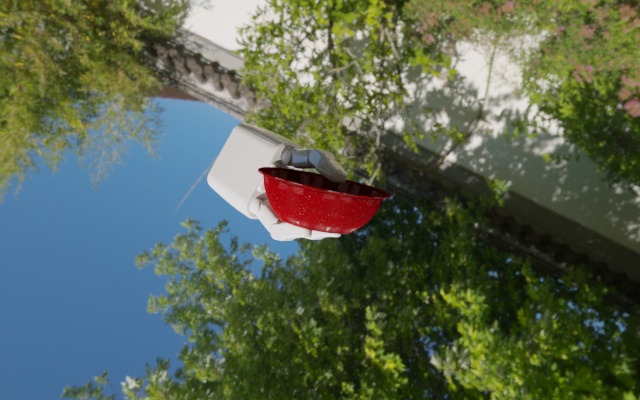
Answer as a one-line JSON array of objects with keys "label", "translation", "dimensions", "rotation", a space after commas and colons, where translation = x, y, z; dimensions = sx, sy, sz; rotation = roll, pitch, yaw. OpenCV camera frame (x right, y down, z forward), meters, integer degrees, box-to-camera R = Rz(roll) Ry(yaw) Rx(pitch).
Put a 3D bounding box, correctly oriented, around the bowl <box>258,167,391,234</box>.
[{"label": "bowl", "translation": [0.001, 0.003, 0.574], "dimensions": [0.162, 0.055, 0.162], "rotation": [11, 8, -1]}]
